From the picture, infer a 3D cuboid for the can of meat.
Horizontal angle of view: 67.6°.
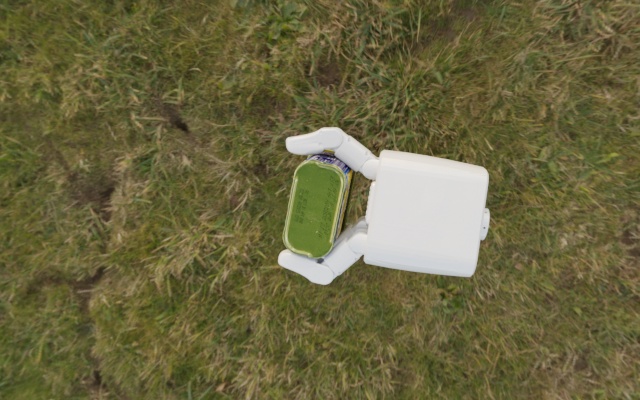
[{"bbox_3d":[0.000,0.002,0.499,0.057,0.102,0.084,12,14,6],"label":"can of meat"}]
